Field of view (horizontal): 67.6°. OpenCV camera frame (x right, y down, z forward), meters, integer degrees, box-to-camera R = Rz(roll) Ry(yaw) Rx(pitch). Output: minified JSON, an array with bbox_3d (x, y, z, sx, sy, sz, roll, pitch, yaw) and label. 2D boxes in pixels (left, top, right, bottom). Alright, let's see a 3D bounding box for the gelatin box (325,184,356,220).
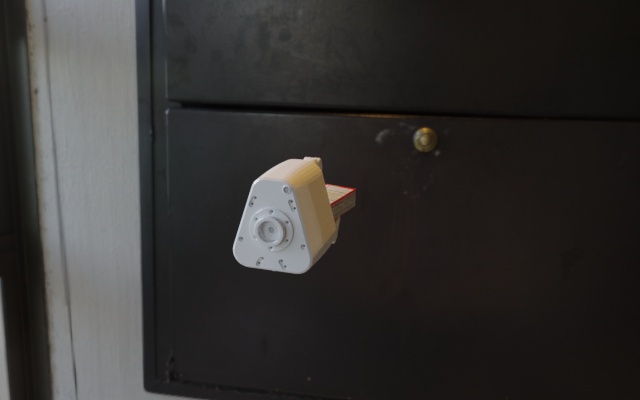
[{"bbox_3d":[0.000,0.002,0.680,0.073,0.030,0.089,10,20,26],"label":"gelatin box"}]
